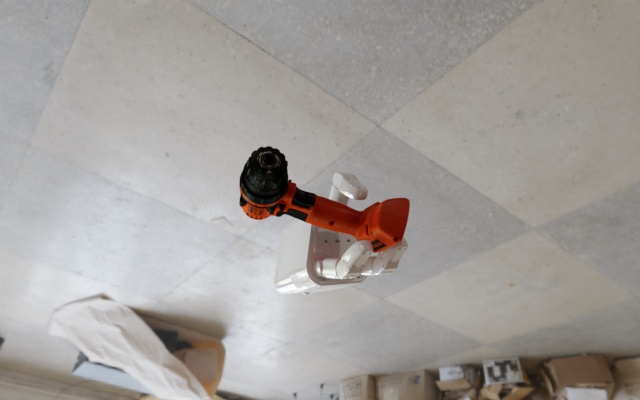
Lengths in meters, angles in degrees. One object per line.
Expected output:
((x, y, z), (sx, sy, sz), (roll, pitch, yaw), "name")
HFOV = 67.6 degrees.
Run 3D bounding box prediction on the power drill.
((0.000, 0.002, 0.539), (0.187, 0.057, 0.184), (18, -14, -6), "power drill")
